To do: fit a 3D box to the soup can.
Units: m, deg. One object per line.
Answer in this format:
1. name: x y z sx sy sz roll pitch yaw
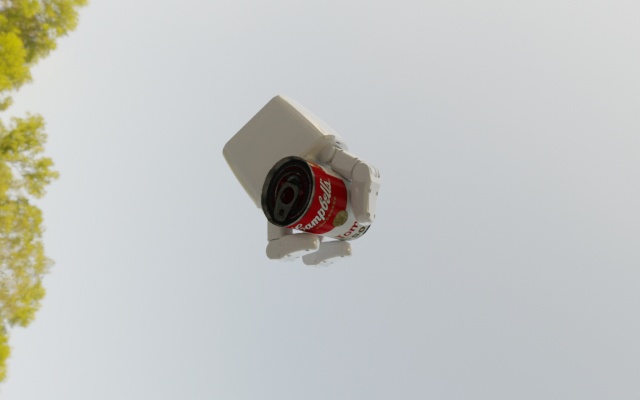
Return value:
1. soup can: 0.001 0.002 0.480 0.068 0.068 0.102 0 -12 41
